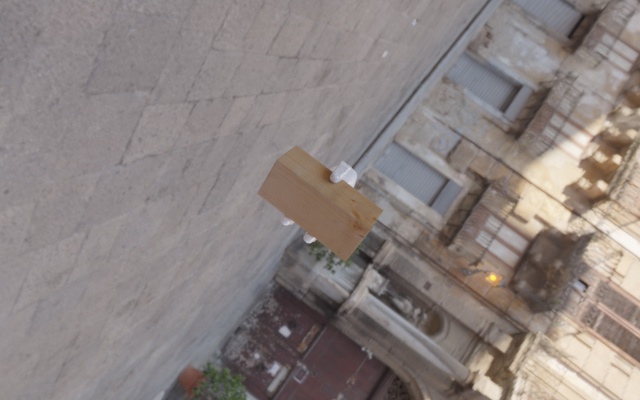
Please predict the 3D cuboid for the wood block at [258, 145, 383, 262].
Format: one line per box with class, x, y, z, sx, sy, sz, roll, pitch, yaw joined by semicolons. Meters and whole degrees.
wood block;0.001;0.003;0.889;0.206;0.091;0.090;37;34;4
